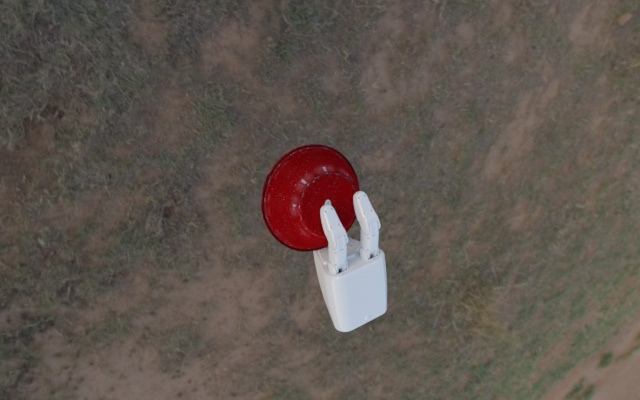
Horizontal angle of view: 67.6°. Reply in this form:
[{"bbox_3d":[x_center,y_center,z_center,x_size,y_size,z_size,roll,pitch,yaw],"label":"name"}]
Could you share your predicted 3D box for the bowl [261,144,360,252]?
[{"bbox_3d":[0.000,0.001,0.680,0.162,0.162,0.055,0,11,-28],"label":"bowl"}]
